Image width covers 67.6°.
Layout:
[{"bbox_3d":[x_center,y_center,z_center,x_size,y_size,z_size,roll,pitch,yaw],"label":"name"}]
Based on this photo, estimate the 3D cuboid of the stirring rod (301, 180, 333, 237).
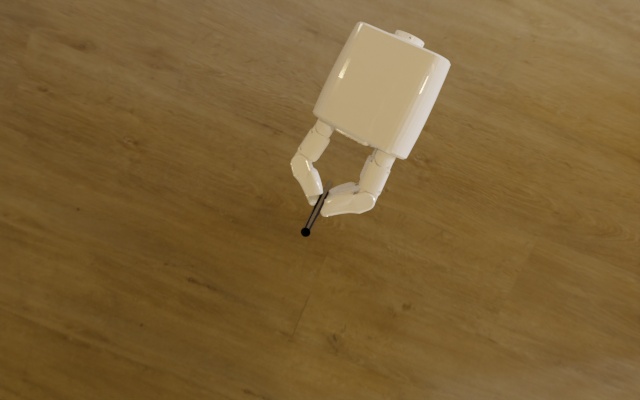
[{"bbox_3d":[0.000,0.002,0.505,0.011,0.011,0.239,0,12,6],"label":"stirring rod"}]
